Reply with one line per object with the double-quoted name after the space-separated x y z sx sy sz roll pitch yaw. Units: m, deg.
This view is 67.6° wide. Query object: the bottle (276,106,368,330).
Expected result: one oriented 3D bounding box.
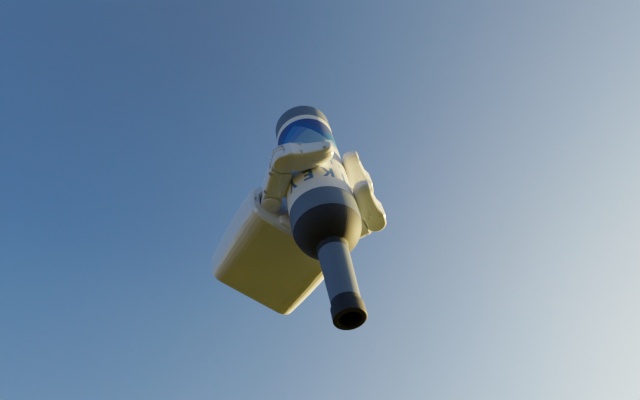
0.000 0.001 0.478 0.069 0.069 0.295 0 38 -11 "bottle"
